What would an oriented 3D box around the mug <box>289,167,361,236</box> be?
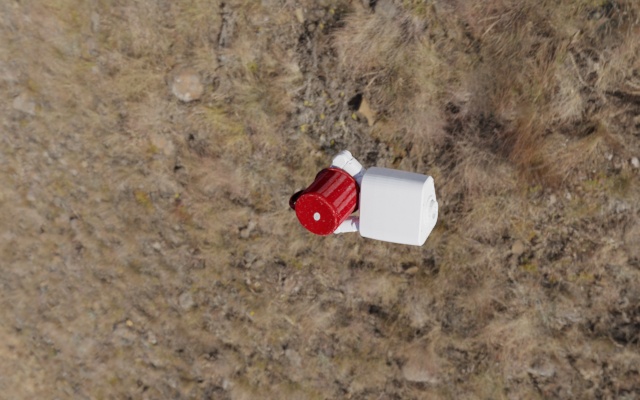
[{"bbox_3d":[-0.001,0.002,0.794,0.117,0.093,0.081,9,34,28],"label":"mug"}]
